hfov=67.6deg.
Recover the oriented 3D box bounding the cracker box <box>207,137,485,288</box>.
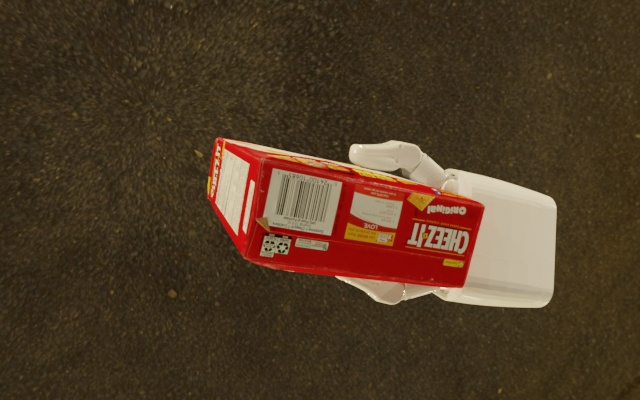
[{"bbox_3d":[0.000,0.001,0.401,0.164,0.072,0.213,10,7,-21],"label":"cracker box"}]
